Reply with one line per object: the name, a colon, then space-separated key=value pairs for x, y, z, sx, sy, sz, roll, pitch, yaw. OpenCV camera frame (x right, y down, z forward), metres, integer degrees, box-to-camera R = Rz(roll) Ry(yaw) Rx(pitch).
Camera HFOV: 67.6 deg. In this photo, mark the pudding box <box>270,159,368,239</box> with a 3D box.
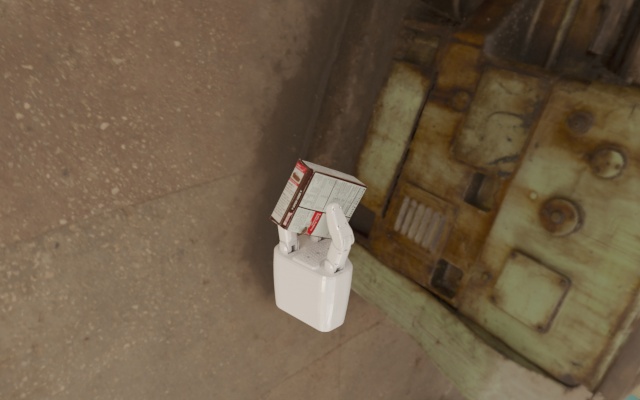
pudding box: x=0.000 y=0.002 z=0.638 sx=0.113 sy=0.090 sz=0.039 roll=14 pitch=17 yaw=-48
